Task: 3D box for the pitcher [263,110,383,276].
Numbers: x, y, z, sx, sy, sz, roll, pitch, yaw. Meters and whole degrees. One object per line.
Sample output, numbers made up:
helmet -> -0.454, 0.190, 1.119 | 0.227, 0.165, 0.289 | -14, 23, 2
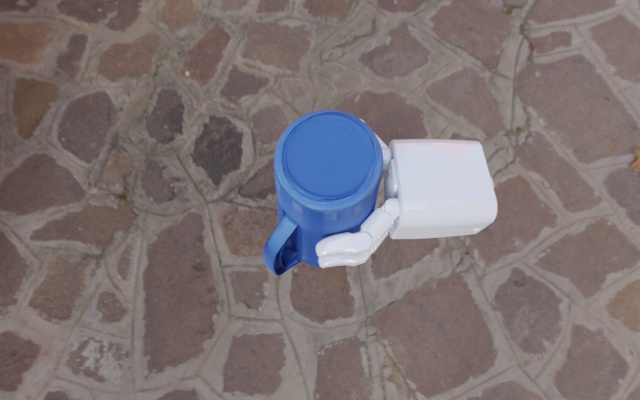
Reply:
pitcher -> 0.000, 0.002, 0.569 | 0.145, 0.149, 0.243 | -1, -18, -1
